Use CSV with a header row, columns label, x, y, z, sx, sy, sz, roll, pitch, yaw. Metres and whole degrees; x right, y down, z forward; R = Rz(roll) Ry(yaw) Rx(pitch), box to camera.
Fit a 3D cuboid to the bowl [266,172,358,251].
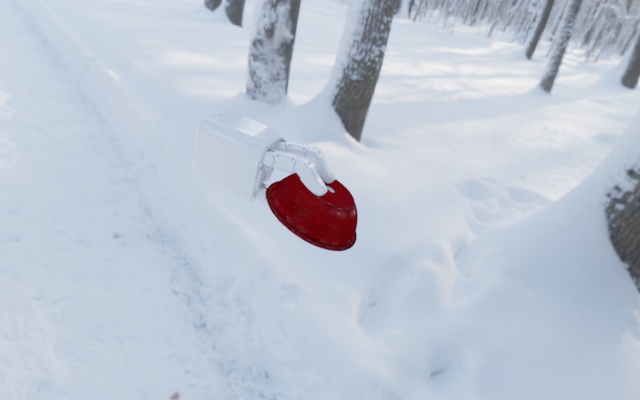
label,x,y,z,sx,sy,sz,roll,pitch,yaw
bowl,0.001,0.003,0.733,0.162,0.055,0.162,27,27,-15
